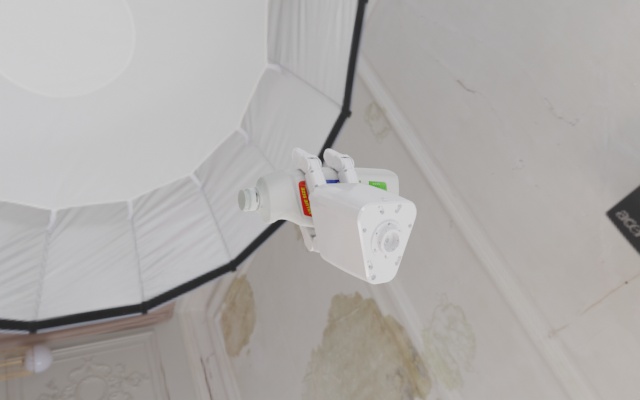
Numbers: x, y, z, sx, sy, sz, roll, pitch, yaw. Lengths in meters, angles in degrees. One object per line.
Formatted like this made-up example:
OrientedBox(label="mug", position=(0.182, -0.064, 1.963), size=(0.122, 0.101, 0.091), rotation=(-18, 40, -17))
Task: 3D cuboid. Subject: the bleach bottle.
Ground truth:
OrientedBox(label="bleach bottle", position=(0.000, 0.002, 0.708), size=(0.251, 0.102, 0.068), rotation=(-3, 12, -32))
